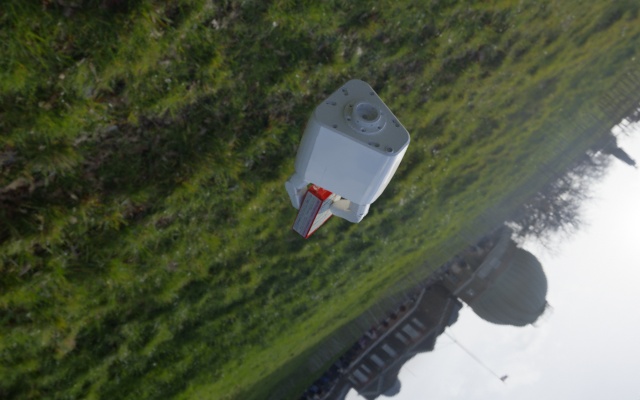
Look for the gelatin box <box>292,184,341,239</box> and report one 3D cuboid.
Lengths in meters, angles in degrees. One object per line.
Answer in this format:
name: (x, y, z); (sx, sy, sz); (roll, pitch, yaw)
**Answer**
gelatin box: (0.000, 0.003, 0.681); (0.030, 0.089, 0.073); (36, 45, 13)
